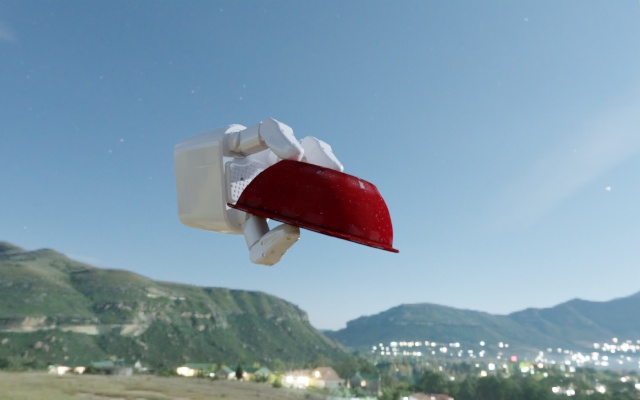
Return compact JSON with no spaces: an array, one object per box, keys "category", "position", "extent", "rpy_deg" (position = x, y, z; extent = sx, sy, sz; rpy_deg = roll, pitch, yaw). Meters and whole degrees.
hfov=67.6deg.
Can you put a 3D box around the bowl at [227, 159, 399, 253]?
[{"category":"bowl","position":[0.001,0.001,0.438],"extent":[0.162,0.055,0.162],"rpy_deg":[16,-3,1]}]
